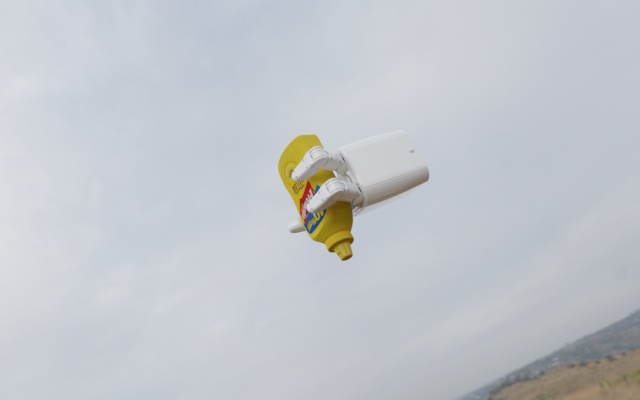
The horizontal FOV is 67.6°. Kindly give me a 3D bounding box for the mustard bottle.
[{"bbox_3d":[0.000,0.002,0.701,0.058,0.191,0.096,-7,-32,-35],"label":"mustard bottle"}]
